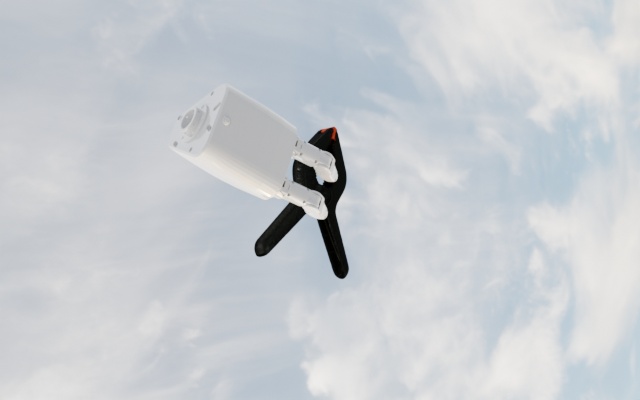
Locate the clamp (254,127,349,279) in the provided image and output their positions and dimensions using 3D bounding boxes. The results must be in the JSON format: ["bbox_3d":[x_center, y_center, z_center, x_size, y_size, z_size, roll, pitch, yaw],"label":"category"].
[{"bbox_3d":[-0.001,0.002,0.662,0.036,0.210,0.165,-3,-26,44],"label":"clamp"}]
